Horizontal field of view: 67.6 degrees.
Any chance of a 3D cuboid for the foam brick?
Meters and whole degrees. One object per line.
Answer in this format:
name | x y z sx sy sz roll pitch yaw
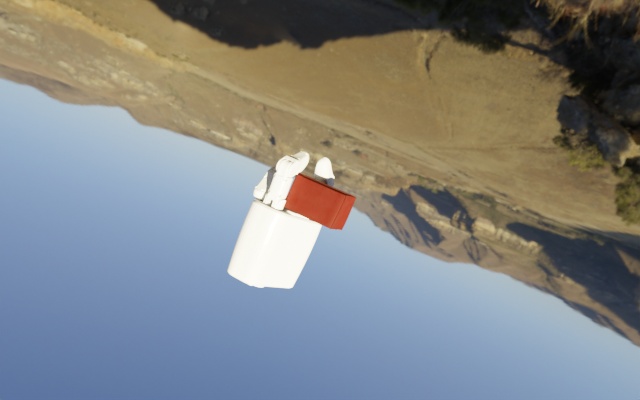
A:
foam brick | 0.000 0.002 0.649 0.078 0.051 0.053 24 3 20
